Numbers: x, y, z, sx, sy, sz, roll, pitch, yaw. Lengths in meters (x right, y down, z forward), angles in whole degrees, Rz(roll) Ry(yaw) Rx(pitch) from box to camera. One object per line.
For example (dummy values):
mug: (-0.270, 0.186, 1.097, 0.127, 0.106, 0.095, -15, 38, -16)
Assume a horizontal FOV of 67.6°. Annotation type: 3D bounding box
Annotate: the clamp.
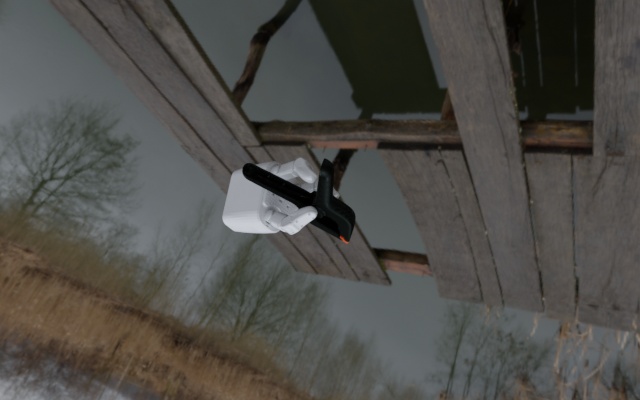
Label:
clamp: (0.000, 0.003, 0.729, 0.164, 0.036, 0.210, -3, -35, 45)
